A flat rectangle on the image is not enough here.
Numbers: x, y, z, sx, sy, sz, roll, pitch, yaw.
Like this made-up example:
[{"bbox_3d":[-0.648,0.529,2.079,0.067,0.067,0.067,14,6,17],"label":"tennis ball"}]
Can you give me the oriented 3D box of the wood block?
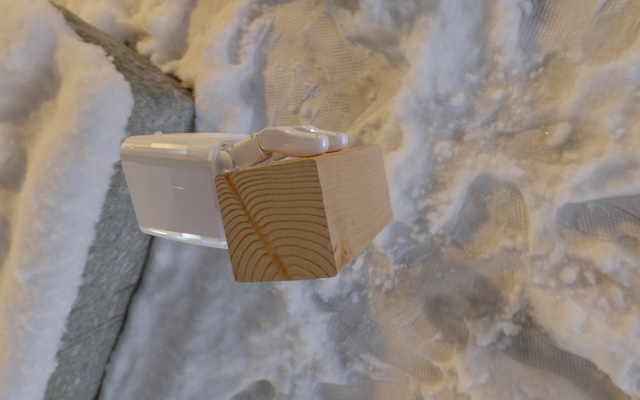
[{"bbox_3d":[0.000,0.002,0.455,0.090,0.091,0.206,-7,7,22],"label":"wood block"}]
